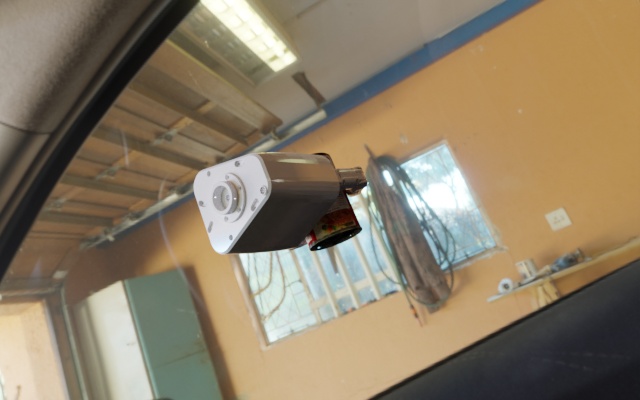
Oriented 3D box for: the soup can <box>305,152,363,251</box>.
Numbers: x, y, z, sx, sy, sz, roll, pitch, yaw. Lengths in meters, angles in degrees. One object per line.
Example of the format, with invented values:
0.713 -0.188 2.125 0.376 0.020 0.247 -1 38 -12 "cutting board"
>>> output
0.000 0.002 0.580 0.068 0.102 0.068 -21 -16 -6 "soup can"
